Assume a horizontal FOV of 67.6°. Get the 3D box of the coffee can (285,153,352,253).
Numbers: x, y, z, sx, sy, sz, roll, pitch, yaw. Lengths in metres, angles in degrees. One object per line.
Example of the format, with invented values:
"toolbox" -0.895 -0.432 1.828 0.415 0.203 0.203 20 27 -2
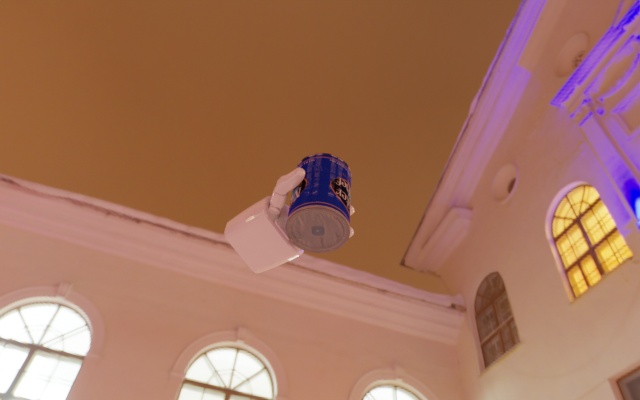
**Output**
"coffee can" 0.000 0.003 0.800 0.103 0.103 0.140 0 42 5
